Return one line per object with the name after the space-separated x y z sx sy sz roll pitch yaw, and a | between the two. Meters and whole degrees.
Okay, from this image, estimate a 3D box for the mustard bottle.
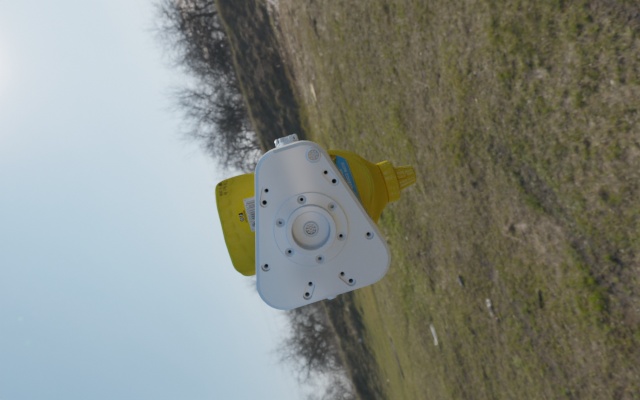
0.000 0.002 0.466 0.191 0.096 0.058 -17 -20 -1 | mustard bottle
